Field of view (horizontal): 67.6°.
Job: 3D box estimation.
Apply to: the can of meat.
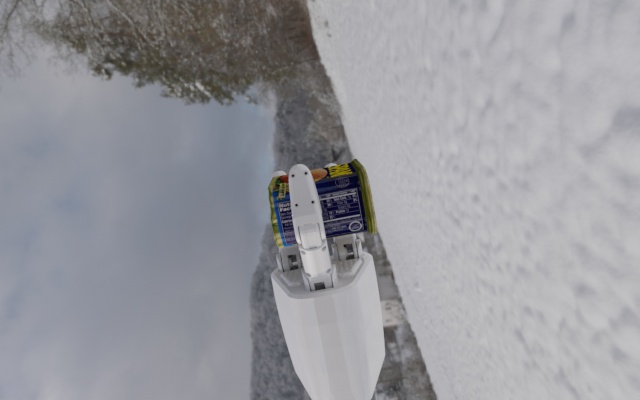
[{"bbox_3d":[0.000,0.001,0.429,0.084,0.057,0.102,-11,11,1],"label":"can of meat"}]
